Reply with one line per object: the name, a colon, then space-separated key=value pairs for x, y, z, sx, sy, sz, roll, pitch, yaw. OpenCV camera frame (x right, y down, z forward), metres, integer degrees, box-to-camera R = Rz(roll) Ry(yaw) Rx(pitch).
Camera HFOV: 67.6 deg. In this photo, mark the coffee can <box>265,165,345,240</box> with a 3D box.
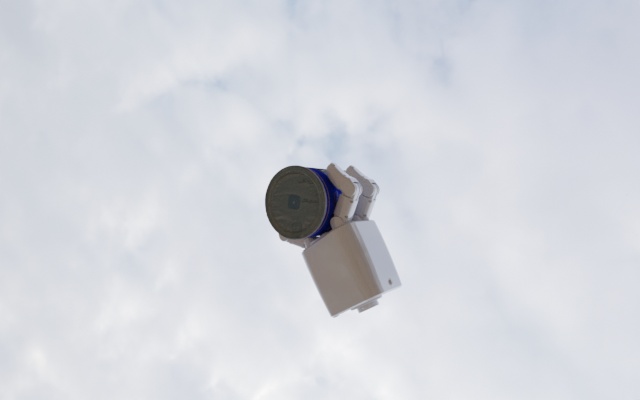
coffee can: x=0.000 y=0.002 z=0.714 sx=0.103 sy=0.103 sz=0.140 roll=0 pitch=0 yaw=33
